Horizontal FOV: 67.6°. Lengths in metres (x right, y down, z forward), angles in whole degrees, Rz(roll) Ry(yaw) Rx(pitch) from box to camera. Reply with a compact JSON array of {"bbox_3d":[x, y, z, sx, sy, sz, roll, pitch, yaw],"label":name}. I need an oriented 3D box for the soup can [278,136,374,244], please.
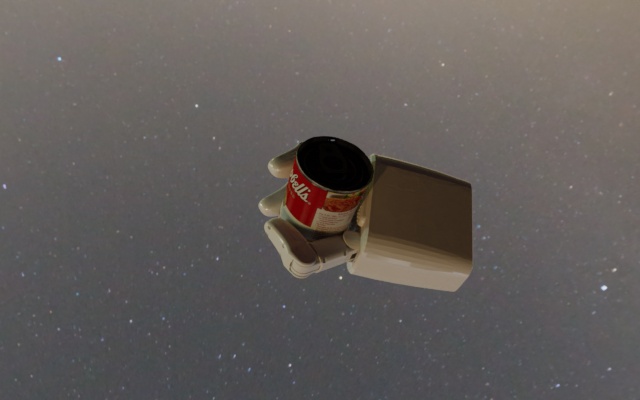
[{"bbox_3d":[-0.001,0.002,0.437,0.068,0.068,0.102,0,-42,-20],"label":"soup can"}]
